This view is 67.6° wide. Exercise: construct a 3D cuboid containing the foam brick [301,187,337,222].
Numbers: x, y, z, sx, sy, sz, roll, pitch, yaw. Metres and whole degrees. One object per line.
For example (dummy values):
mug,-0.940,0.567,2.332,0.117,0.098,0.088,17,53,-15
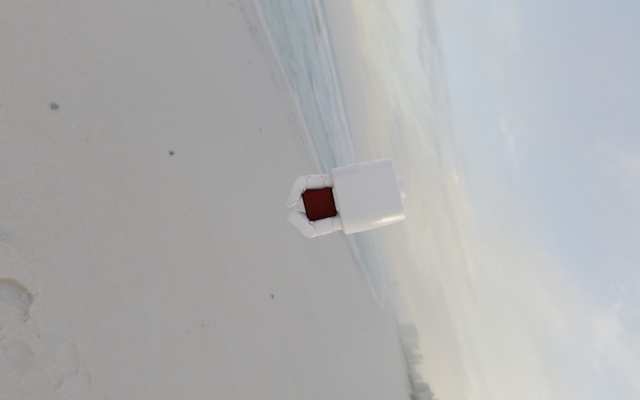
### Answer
foam brick,0.000,0.003,0.849,0.051,0.053,0.078,-13,8,6
